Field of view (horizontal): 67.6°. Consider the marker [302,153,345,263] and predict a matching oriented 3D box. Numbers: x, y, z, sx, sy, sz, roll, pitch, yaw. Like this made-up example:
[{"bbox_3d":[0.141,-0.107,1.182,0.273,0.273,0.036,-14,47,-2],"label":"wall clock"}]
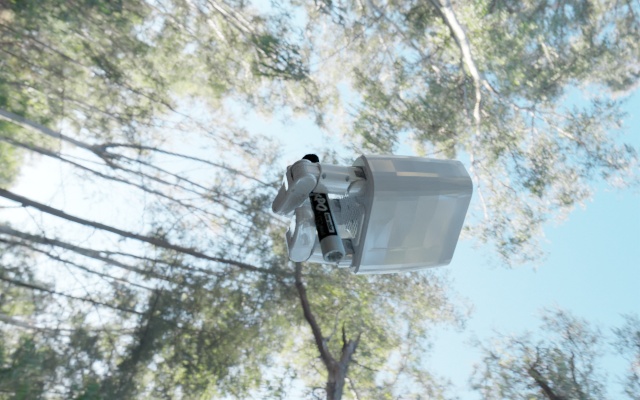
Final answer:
[{"bbox_3d":[0.000,0.001,0.428,0.020,0.121,0.020,-8,-41,-7],"label":"marker"}]
